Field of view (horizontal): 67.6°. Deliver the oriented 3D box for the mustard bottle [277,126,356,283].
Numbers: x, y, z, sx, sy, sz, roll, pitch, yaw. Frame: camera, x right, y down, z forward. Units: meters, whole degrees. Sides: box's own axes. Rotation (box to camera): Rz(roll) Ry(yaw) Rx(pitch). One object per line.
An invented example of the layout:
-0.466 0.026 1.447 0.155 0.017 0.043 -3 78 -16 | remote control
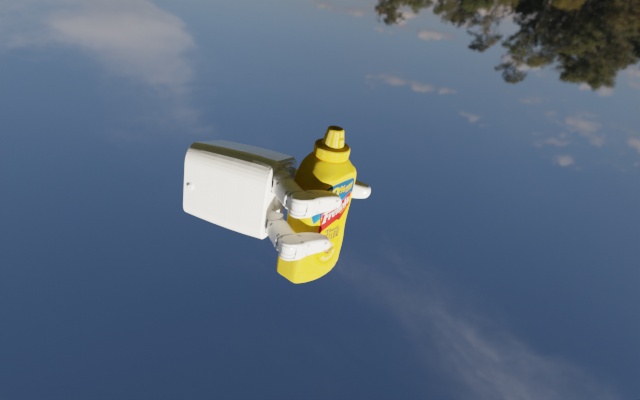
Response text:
0.000 0.002 0.574 0.058 0.192 0.096 30 34 30 | mustard bottle
